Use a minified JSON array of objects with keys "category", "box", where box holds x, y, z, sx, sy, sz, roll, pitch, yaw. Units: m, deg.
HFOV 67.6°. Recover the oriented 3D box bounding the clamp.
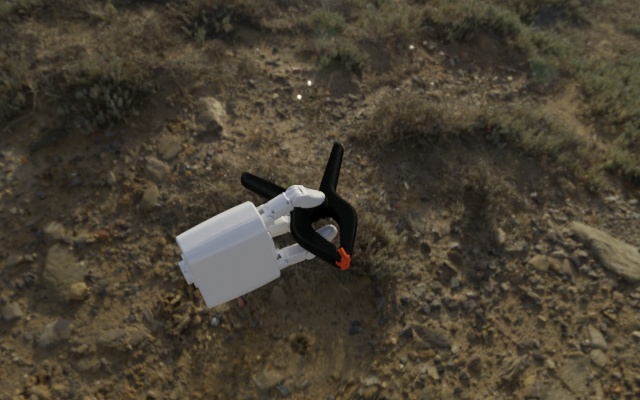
[{"category":"clamp","box":[0.000,0.002,0.679,0.164,0.210,0.036,-26,-34,-15]}]
